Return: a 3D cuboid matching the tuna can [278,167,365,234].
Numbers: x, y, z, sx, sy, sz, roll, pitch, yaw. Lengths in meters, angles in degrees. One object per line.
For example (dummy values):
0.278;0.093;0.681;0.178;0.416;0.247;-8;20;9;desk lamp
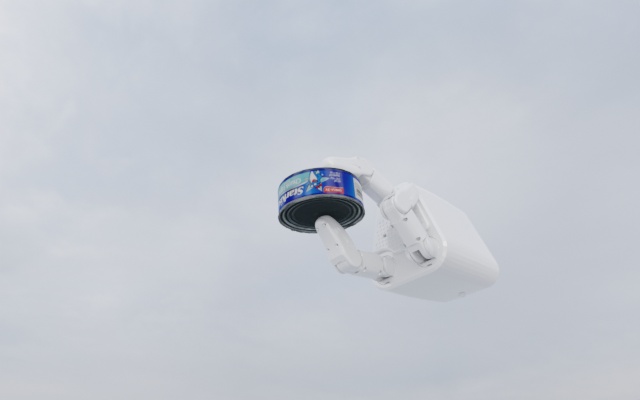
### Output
0.000;0.001;0.475;0.086;0.033;0.086;-4;-27;-2;tuna can
